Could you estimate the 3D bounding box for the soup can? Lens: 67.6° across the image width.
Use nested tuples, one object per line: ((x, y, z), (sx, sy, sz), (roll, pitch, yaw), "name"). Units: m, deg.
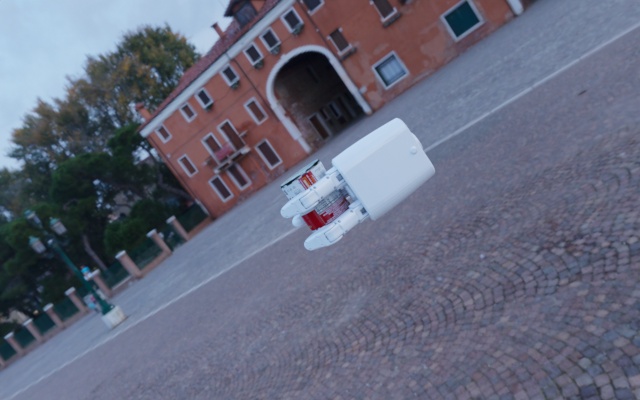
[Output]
((0.000, 0.002, 0.666), (0.068, 0.102, 0.068), (-35, 8, 6), "soup can")
